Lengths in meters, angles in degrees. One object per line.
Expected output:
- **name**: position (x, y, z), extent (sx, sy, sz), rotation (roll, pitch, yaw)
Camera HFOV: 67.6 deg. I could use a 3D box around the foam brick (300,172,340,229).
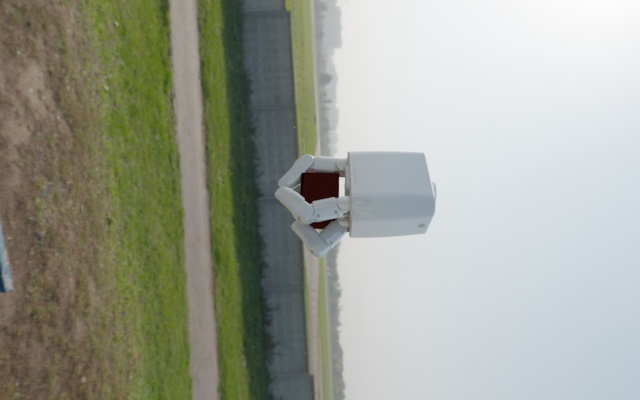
- **foam brick**: position (0.000, 0.002, 0.657), extent (0.051, 0.053, 0.078), rotation (1, -25, 2)
